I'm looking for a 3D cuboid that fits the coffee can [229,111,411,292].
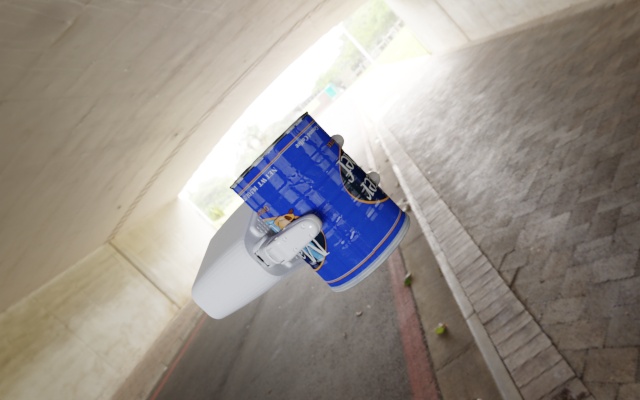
[{"bbox_3d":[0.000,0.002,0.452,0.103,0.140,0.103,-44,7,7],"label":"coffee can"}]
